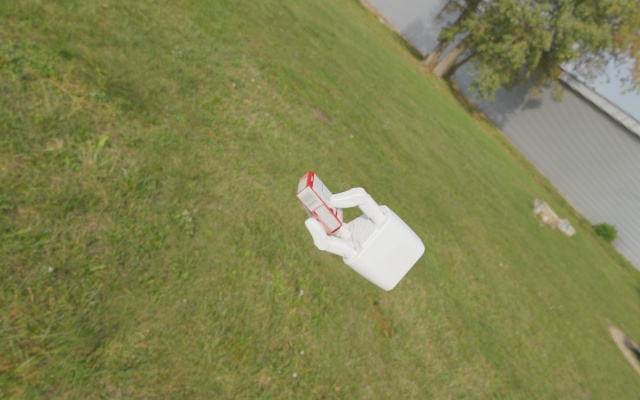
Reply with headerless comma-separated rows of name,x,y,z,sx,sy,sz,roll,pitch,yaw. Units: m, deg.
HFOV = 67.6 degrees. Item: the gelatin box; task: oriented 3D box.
gelatin box,0.000,0.002,0.778,0.030,0.089,0.073,-35,18,16
